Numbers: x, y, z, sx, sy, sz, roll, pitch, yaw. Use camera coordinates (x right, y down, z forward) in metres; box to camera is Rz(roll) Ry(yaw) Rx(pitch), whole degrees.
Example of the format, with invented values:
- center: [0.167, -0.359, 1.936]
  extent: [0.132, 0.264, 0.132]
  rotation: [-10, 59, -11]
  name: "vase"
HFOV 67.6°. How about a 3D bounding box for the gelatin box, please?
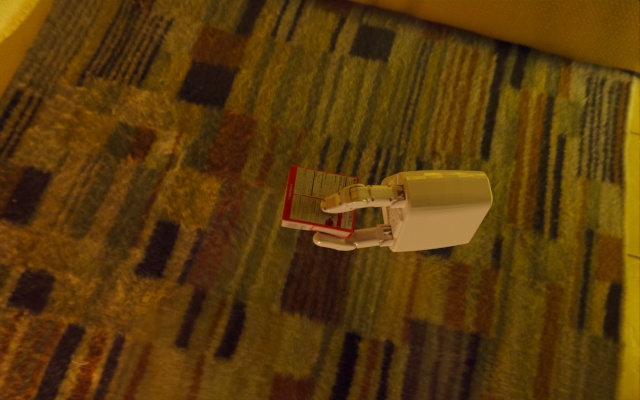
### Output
- center: [0.000, 0.002, 0.589]
  extent: [0.089, 0.073, 0.030]
  rotation: [11, -21, -8]
  name: "gelatin box"
